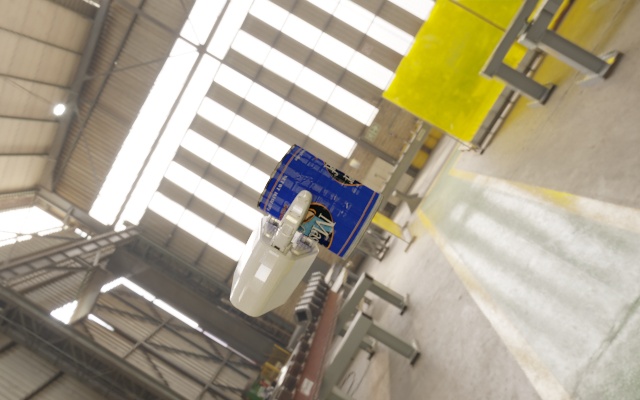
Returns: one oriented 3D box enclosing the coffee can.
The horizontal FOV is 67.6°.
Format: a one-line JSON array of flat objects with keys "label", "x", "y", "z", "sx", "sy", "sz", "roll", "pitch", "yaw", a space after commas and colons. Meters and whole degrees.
[{"label": "coffee can", "x": 0.000, "y": 0.002, "z": 0.651, "sx": 0.140, "sy": 0.103, "sz": 0.103, "roll": 31, "pitch": 1, "yaw": 2}]
